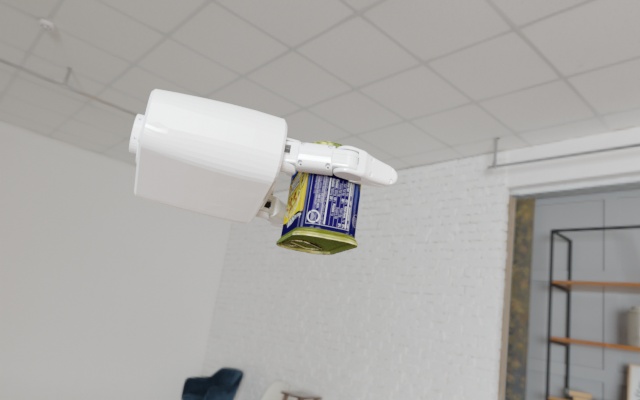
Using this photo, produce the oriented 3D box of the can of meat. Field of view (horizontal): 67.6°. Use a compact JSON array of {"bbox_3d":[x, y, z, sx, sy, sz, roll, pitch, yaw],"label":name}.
[{"bbox_3d":[0.000,0.001,0.440,0.057,0.084,0.102,12,-15,-14],"label":"can of meat"}]
